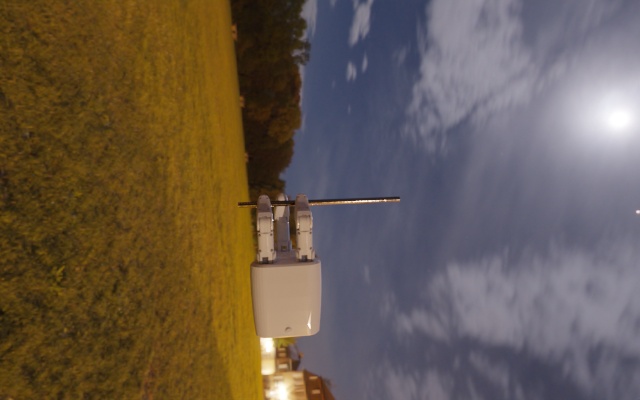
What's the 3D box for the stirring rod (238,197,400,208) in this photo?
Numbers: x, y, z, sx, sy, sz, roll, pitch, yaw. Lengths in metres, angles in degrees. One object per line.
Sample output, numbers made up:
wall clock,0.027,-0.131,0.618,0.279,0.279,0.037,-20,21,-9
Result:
stirring rod,0.000,0.002,0.707,0.239,0.011,0.011,-2,0,-8
